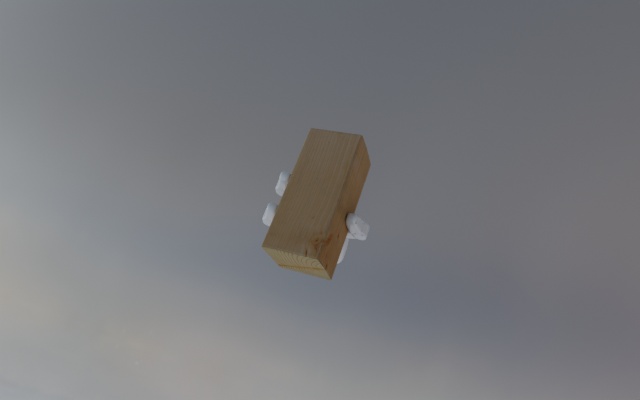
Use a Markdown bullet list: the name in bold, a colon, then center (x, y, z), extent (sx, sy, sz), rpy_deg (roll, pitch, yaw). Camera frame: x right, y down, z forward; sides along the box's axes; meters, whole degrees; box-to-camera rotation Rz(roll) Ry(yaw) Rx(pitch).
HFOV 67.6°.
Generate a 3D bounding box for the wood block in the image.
- **wood block**: center (0.000, 0.003, 0.728), extent (0.091, 0.206, 0.090), rpy_deg (11, -24, 21)
